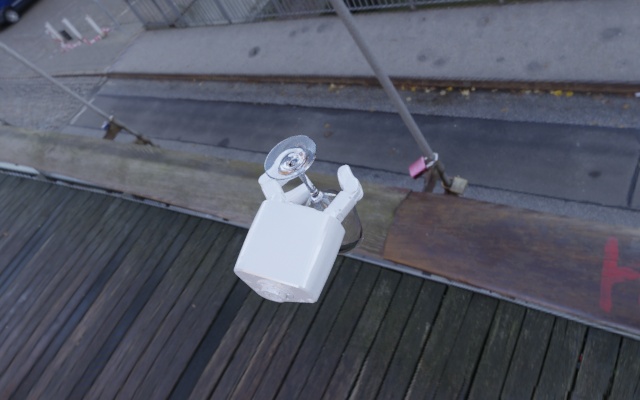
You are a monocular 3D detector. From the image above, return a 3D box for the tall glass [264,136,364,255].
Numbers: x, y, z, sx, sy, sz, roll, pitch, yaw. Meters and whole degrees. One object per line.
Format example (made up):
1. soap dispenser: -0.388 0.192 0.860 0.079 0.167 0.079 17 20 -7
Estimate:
1. tall glass: 0.000 0.002 0.682 0.079 0.079 0.201 0 -35 29
